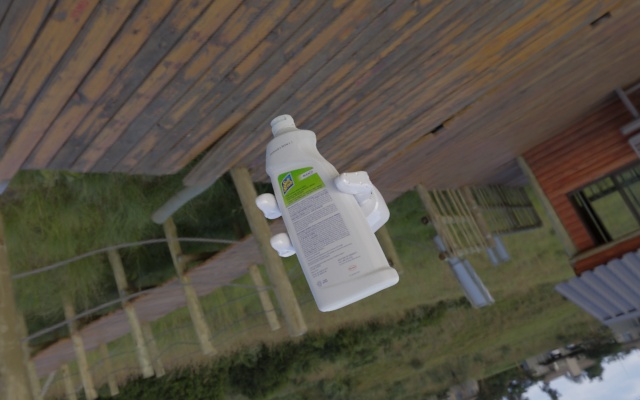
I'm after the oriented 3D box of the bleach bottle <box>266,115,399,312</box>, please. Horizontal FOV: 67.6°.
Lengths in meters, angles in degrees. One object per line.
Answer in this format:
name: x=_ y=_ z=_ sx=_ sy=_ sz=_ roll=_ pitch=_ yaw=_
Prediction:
bleach bottle: x=0.000 y=0.002 z=0.591 sx=0.102 sy=0.250 sz=0.068 roll=-26 pitch=-17 yaw=13
